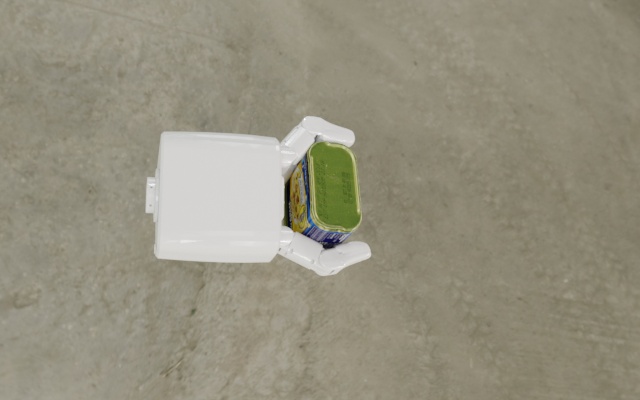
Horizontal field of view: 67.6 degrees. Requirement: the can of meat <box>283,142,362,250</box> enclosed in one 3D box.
[{"bbox_3d":[0.000,0.002,0.490,0.057,0.102,0.084,6,-27,-19],"label":"can of meat"}]
